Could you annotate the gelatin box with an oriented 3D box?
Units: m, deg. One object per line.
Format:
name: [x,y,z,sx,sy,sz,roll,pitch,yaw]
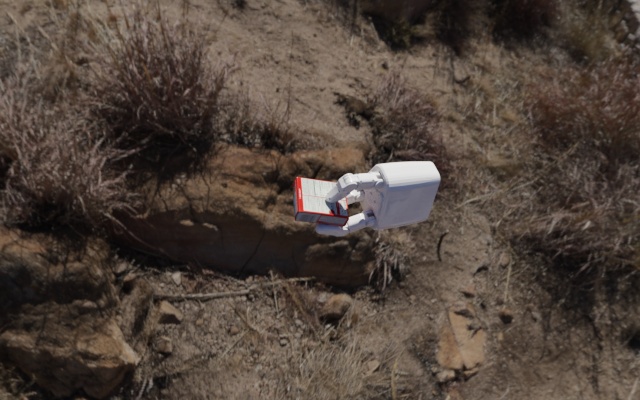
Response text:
gelatin box: [0.000,0.002,0.793,0.089,0.073,0.030,8,-39,-18]
